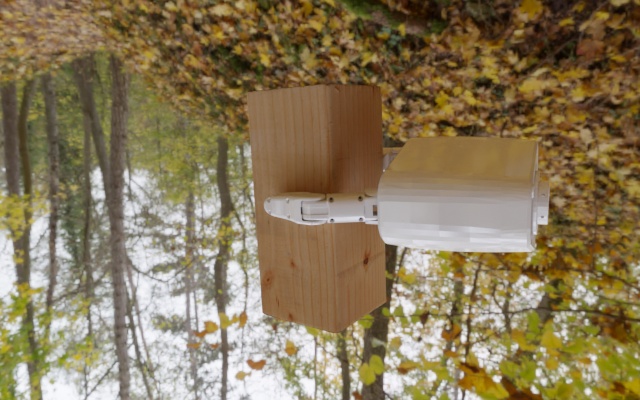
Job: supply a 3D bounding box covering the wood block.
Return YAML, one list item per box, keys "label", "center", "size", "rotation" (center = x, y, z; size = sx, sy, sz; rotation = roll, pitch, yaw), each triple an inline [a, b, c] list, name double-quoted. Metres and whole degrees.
- label: "wood block"
  center: [0.000, 0.002, 0.442]
  size: [0.090, 0.206, 0.091]
  rotation: [5, 12, 37]
